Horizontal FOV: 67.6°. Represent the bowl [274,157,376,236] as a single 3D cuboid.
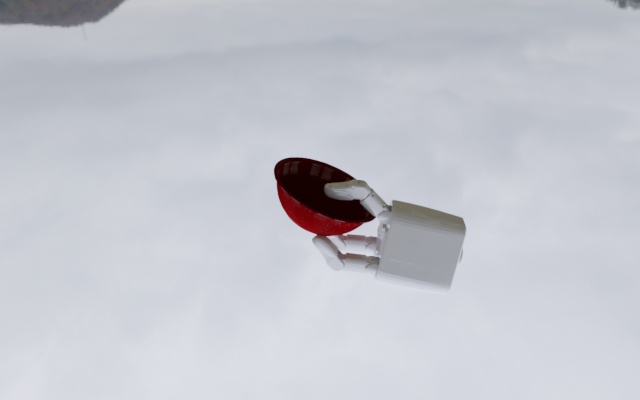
[{"bbox_3d":[-0.001,0.002,0.689,0.162,0.055,0.162,20,28,-11],"label":"bowl"}]
